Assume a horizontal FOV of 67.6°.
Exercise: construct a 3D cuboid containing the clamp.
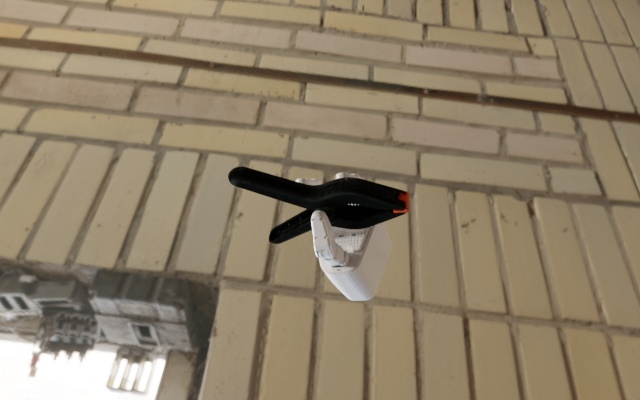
[{"bbox_3d":[0.001,0.003,0.587,0.210,0.036,0.165,-7,-33,19],"label":"clamp"}]
